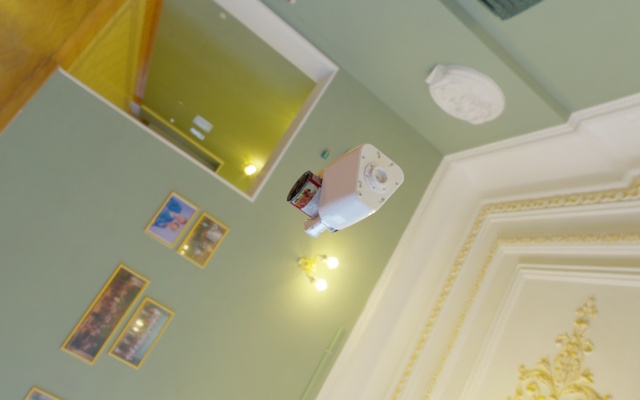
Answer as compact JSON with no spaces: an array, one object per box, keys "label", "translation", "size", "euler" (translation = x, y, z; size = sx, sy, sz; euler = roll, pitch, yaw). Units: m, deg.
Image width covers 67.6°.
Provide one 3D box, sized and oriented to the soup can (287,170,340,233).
[{"label":"soup can","translation":[0.000,0.003,0.856],"size":[0.102,0.068,0.068],"euler":[36,-12,-16]}]
